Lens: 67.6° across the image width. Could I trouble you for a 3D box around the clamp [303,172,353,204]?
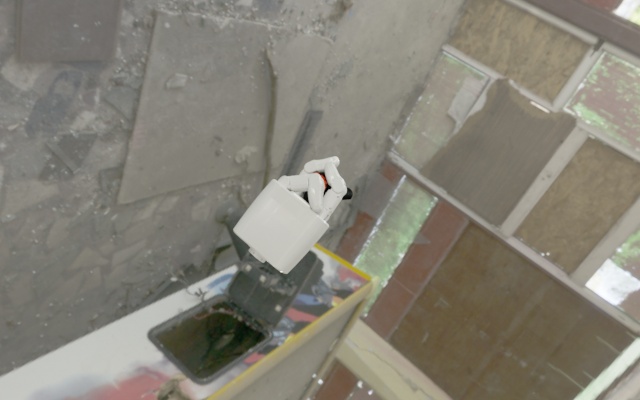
[{"bbox_3d":[0.001,0.003,0.854,0.039,0.120,0.171,39,-4,22],"label":"clamp"}]
